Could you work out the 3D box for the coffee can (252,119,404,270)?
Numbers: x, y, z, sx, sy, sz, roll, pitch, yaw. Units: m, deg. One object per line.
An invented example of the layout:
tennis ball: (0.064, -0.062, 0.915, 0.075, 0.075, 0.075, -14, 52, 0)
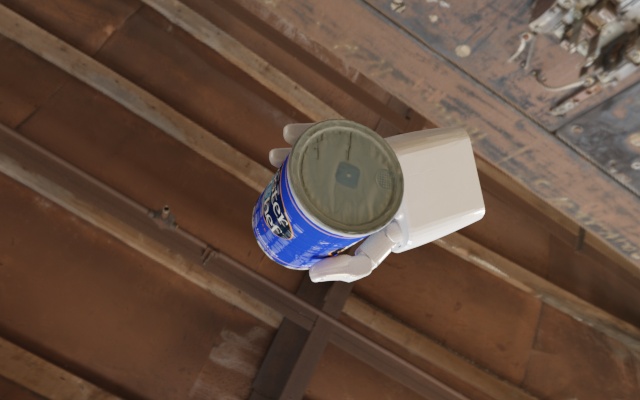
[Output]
coffee can: (0.000, 0.002, 0.450, 0.103, 0.102, 0.140, 0, -19, -21)
